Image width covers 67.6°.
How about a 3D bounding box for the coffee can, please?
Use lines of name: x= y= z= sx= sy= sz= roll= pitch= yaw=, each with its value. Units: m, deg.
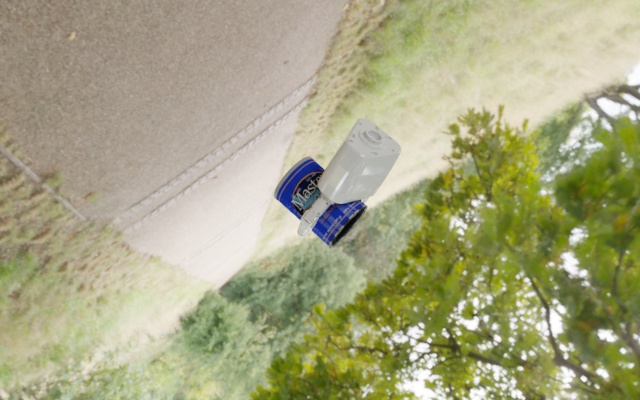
coffee can: x=0.000 y=0.003 z=0.869 sx=0.140 sy=0.103 sz=0.103 roll=41 pitch=10 yaw=12
